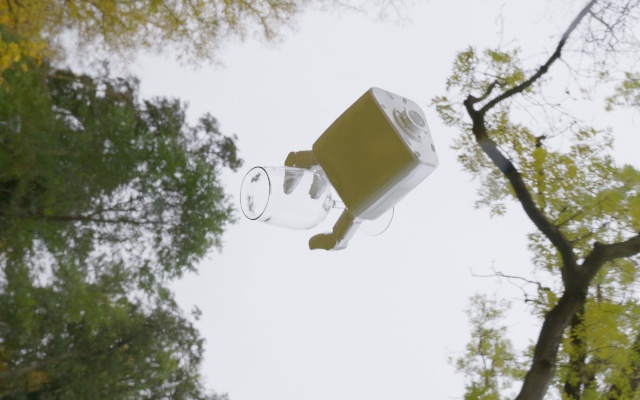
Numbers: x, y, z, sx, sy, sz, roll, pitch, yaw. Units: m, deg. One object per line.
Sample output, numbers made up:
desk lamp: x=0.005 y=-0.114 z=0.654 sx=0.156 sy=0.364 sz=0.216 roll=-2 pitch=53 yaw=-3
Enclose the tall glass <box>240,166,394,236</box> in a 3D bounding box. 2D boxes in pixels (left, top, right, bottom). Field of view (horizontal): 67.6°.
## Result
tall glass: x=0.001 y=0.002 z=0.602 sx=0.201 sy=0.079 sz=0.079 roll=8 pitch=-5 yaw=-40
